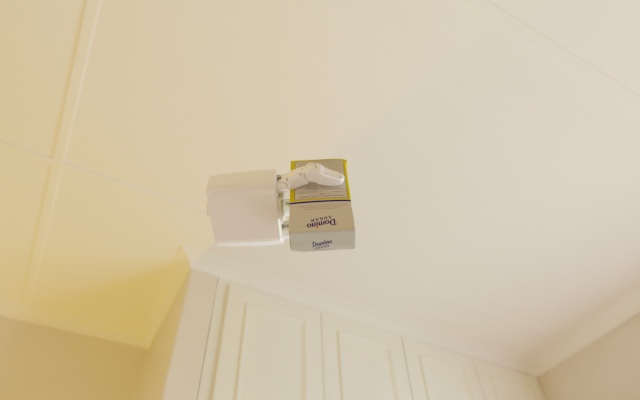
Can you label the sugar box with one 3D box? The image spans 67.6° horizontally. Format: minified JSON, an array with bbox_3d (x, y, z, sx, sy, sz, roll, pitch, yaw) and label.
[{"bbox_3d":[0.000,0.003,0.721,0.093,0.048,0.176,-3,40,1],"label":"sugar box"}]
